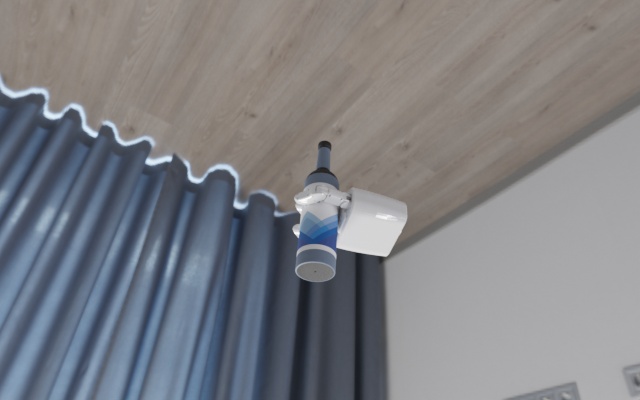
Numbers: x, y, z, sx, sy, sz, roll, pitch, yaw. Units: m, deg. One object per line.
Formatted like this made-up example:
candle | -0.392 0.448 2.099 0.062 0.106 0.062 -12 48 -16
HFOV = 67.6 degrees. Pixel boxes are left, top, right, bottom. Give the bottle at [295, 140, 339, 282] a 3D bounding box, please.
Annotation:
bottle | 0.000 0.003 0.875 0.069 0.295 0.069 3 -38 2
